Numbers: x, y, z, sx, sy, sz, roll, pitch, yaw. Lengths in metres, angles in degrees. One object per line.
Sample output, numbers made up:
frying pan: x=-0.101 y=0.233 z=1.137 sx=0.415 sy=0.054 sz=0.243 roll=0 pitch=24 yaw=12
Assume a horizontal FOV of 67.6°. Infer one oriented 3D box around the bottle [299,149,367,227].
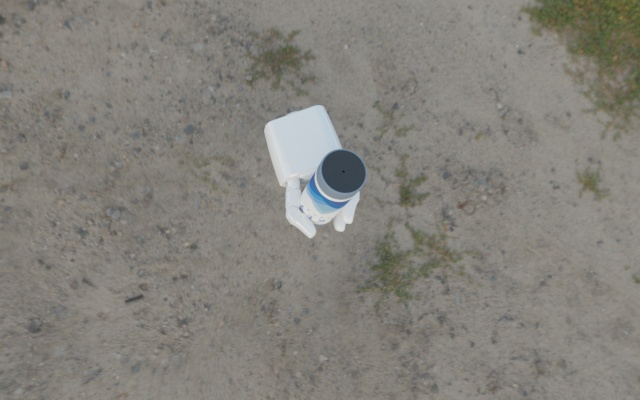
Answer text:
bottle: x=0.000 y=0.003 z=0.782 sx=0.069 sy=0.069 sz=0.296 roll=0 pitch=-17 yaw=-13
